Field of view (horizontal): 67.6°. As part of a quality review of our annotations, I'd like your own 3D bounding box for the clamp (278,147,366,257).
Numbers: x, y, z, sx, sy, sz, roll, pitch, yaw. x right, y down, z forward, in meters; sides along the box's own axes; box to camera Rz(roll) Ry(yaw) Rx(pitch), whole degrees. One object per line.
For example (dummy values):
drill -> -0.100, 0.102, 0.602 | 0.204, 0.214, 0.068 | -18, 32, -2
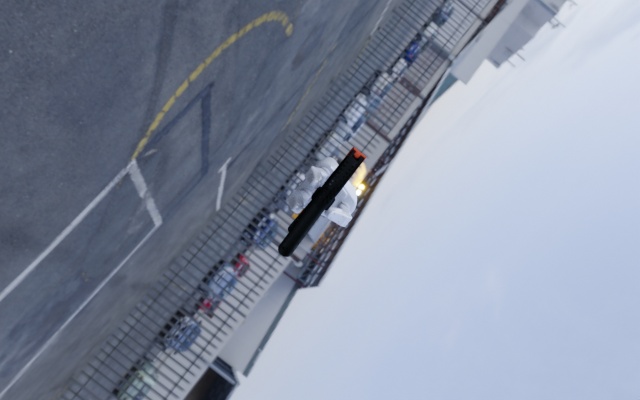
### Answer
clamp -> 0.001, 0.003, 0.804 | 0.036, 0.210, 0.164 | 38, 15, -5
